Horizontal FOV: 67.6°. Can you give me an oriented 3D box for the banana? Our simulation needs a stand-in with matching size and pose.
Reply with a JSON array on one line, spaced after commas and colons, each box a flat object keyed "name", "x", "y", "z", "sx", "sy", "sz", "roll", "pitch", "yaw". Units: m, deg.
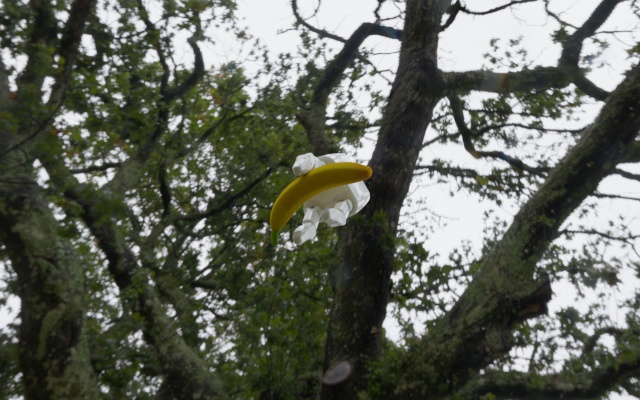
[{"name": "banana", "x": -0.012, "y": -0.011, "z": 0.736, "sx": 0.198, "sy": 0.069, "sz": 0.037, "roll": -37, "pitch": -14, "yaw": 20}]
